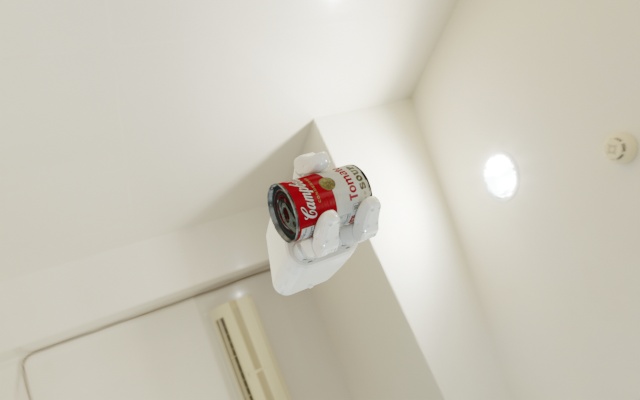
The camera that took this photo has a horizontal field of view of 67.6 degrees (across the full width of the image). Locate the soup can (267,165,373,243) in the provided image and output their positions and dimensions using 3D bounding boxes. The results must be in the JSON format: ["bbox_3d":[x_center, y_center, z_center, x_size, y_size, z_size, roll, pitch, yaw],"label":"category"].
[{"bbox_3d":[0.000,0.001,0.545,0.102,0.068,0.068,-17,8,-28],"label":"soup can"}]
